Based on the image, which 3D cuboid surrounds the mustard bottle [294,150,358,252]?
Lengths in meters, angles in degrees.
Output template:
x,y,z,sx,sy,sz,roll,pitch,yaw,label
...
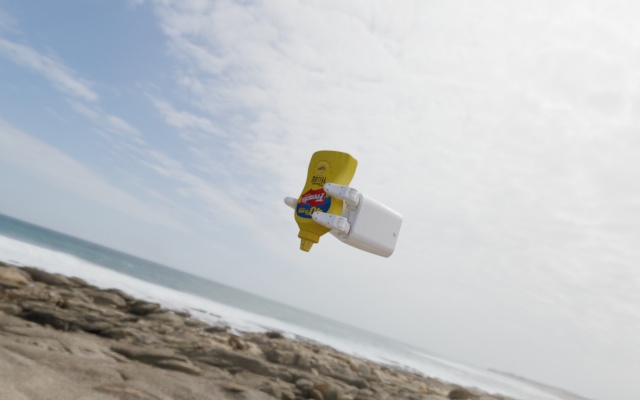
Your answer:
x,y,z,sx,sy,sz,roll,pitch,yaw,label
0.000,0.003,0.885,0.096,0.191,0.058,8,-16,39,mustard bottle
